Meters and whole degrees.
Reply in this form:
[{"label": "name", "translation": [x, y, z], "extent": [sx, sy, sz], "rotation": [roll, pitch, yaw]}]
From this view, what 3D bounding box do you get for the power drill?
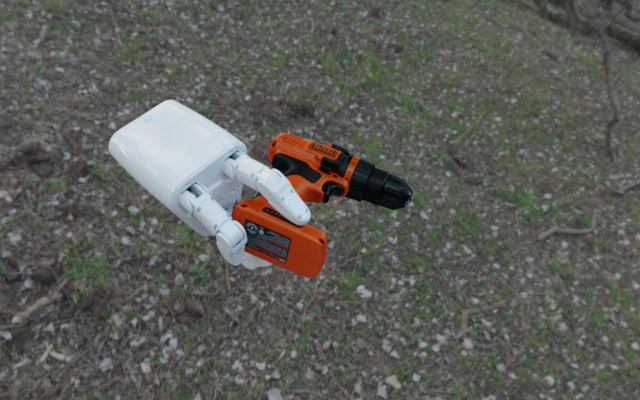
[{"label": "power drill", "translation": [0.000, 0.002, 0.534], "extent": [0.184, 0.057, 0.187], "rotation": [20, 36, 11]}]
